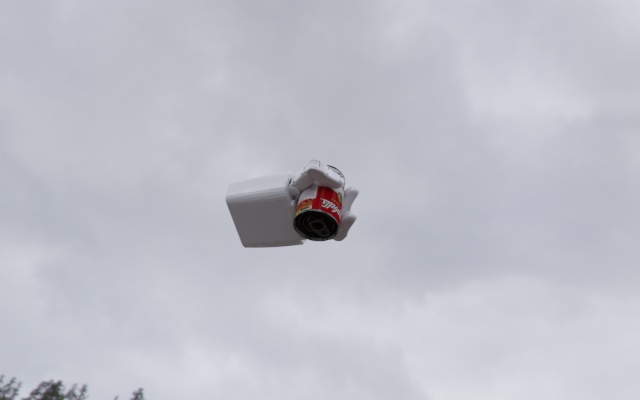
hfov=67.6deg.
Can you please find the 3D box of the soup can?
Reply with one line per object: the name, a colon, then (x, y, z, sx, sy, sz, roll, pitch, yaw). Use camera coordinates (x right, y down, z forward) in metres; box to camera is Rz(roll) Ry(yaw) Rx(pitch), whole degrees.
soup can: (0.001, 0.002, 0.727, 0.068, 0.102, 0.069, 6, -44, 6)
